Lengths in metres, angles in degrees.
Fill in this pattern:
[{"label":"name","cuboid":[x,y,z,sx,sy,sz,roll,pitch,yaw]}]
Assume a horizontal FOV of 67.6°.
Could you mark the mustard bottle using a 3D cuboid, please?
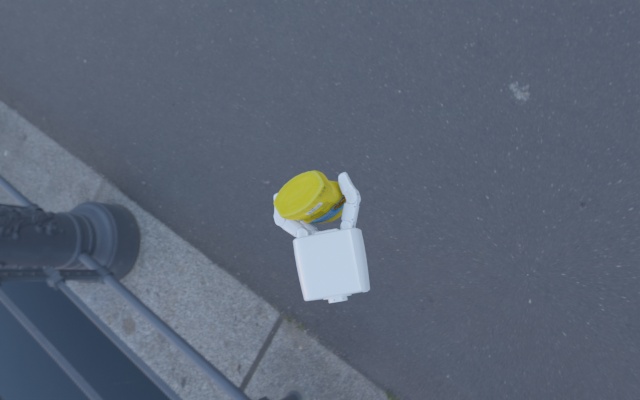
[{"label":"mustard bottle","cuboid":[0.000,0.002,0.853,0.096,0.058,0.192,-39,-21,13]}]
